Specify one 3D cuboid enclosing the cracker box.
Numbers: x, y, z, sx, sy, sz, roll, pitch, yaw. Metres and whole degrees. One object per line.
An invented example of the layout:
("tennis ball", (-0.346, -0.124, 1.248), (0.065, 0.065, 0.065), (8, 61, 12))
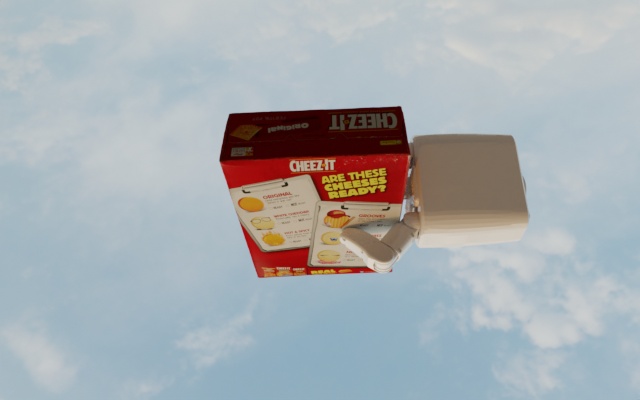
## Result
("cracker box", (0.000, 0.002, 0.503), (0.164, 0.072, 0.214), (-2, -37, 2))
